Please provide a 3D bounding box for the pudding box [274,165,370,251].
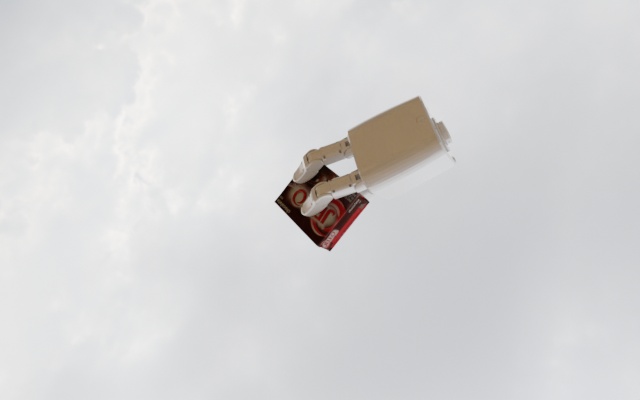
[{"bbox_3d":[0.000,0.002,0.667,0.113,0.090,0.039,43,7,39],"label":"pudding box"}]
